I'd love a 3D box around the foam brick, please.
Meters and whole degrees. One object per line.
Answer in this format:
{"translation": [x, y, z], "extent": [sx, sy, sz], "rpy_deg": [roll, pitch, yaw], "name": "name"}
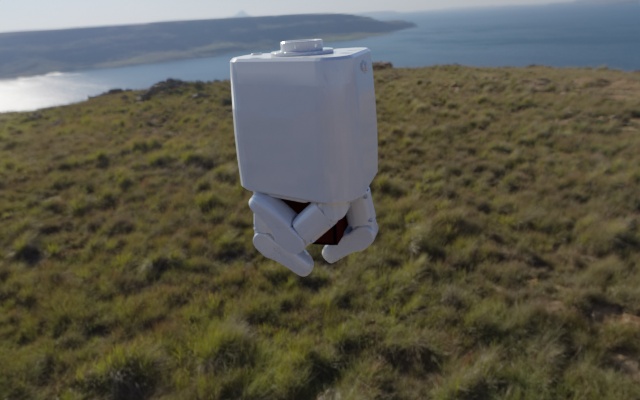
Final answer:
{"translation": [0.000, 0.001, 0.444], "extent": [0.053, 0.051, 0.078], "rpy_deg": [2, 21, 17], "name": "foam brick"}
